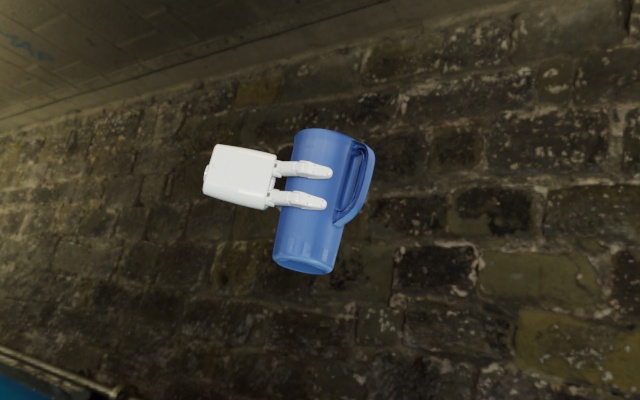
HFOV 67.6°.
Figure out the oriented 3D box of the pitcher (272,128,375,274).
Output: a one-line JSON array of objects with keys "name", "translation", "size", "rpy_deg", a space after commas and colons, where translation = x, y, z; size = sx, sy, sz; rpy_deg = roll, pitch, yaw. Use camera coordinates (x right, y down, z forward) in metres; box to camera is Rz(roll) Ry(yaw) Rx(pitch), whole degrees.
[{"name": "pitcher", "translation": [0.000, 0.003, 0.852], "size": [0.145, 0.242, 0.149], "rpy_deg": [13, -18, -4]}]
